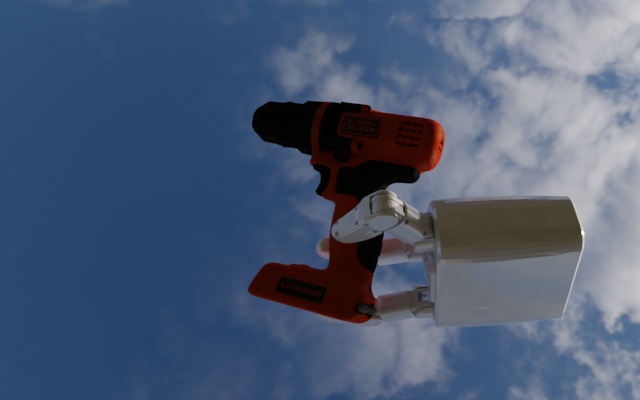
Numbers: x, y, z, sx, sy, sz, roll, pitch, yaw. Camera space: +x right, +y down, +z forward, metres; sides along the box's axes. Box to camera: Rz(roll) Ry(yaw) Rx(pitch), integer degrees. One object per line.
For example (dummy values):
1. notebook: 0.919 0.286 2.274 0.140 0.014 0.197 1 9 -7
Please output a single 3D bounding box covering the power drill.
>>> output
1. power drill: 0.000 0.002 0.421 0.184 0.187 0.057 11 -10 24
